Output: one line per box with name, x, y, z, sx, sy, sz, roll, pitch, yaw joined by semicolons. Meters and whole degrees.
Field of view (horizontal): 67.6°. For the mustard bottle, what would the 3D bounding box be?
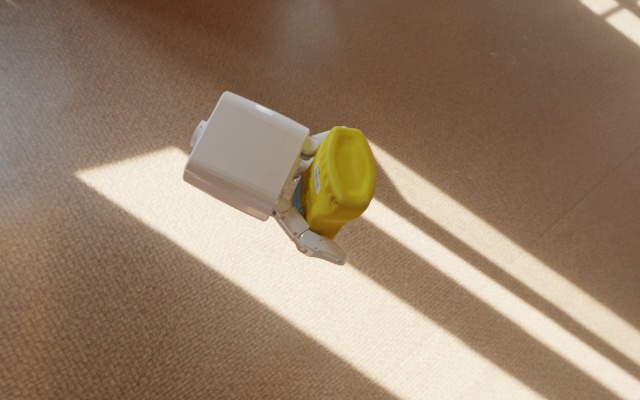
mustard bottle;0.000;0.002;0.562;0.058;0.096;0.192;4;-25;-20
